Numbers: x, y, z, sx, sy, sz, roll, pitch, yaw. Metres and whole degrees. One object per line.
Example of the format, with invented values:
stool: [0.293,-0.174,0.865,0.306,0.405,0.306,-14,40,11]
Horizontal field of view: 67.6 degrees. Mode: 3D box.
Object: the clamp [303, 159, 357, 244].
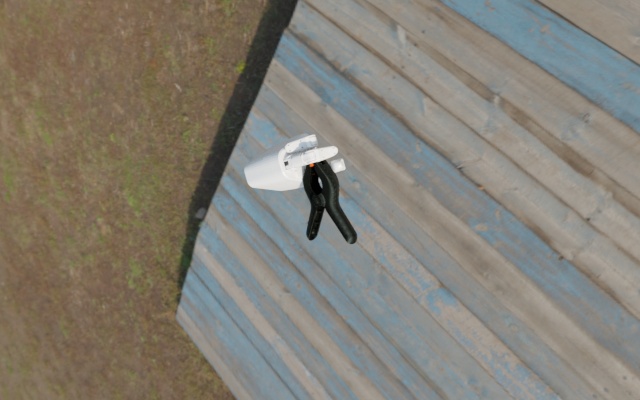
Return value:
clamp: [0.000,0.003,0.879,0.120,0.171,0.039,-13,4,41]
